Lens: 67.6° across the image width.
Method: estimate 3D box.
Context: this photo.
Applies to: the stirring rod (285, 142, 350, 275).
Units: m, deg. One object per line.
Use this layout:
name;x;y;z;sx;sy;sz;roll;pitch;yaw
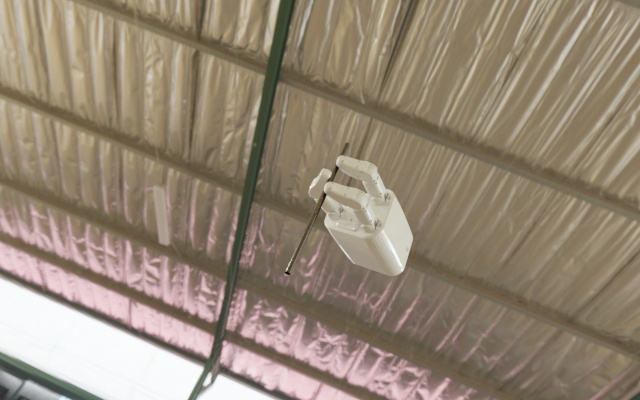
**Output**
stirring rod;0.000;0.002;0.664;0.011;0.239;0.011;16;-37;12
